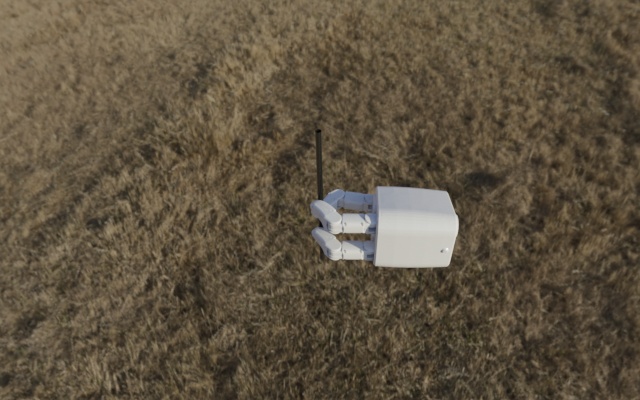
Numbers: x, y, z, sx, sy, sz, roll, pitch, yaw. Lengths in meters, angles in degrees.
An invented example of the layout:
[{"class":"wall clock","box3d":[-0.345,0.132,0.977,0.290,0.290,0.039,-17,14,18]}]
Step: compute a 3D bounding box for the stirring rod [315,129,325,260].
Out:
[{"class":"stirring rod","box3d":[0.000,0.002,0.676,0.011,0.240,0.011,-1,42,1]}]
